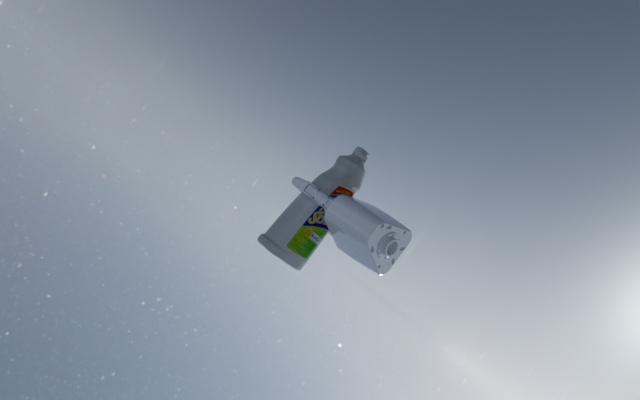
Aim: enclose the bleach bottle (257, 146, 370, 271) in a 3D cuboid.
[{"bbox_3d":[0.000,0.003,0.874,0.068,0.251,0.103,33,-7,44],"label":"bleach bottle"}]
